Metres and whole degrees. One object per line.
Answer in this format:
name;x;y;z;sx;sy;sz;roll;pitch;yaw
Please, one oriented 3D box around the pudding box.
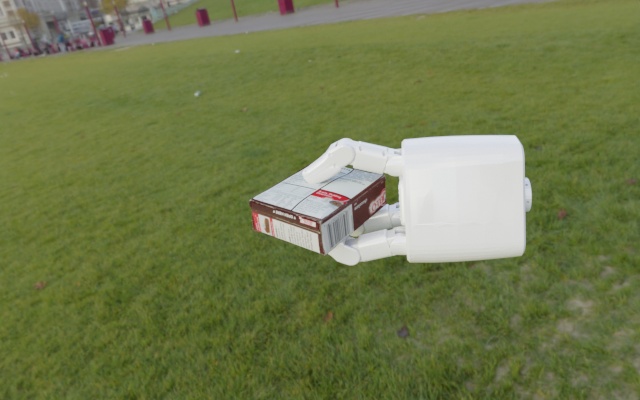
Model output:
pudding box;0.000;0.001;0.475;0.090;0.039;0.113;15;32;34
